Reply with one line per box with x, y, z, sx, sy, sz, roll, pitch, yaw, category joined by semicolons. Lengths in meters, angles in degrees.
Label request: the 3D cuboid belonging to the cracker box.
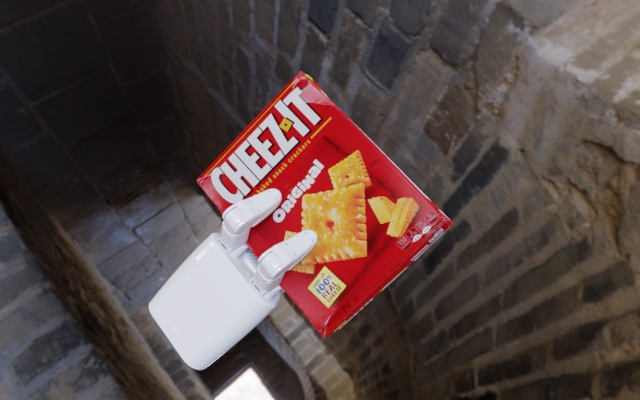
0.000;0.002;0.490;0.164;0.213;0.072;-44;-15;9;cracker box
